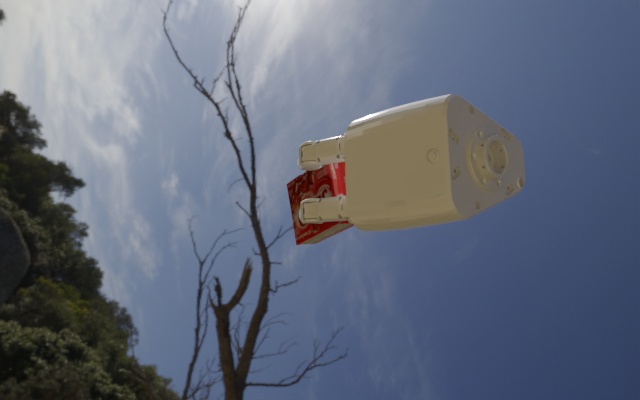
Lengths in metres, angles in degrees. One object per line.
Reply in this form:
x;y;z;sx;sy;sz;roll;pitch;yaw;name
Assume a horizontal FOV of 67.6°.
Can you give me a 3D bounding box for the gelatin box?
0.000;0.002;0.512;0.030;0.073;0.089;0;-19;-34;gelatin box
